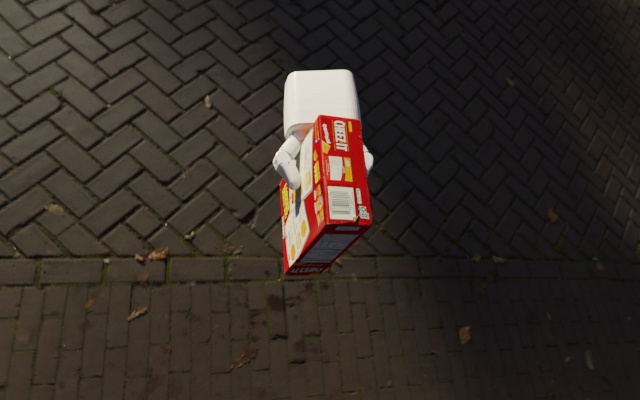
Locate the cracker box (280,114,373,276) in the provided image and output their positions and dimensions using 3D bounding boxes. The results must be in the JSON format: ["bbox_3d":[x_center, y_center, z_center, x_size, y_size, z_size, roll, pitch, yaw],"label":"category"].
[{"bbox_3d":[0.000,0.002,0.707,0.072,0.164,0.214,4,-26,-18],"label":"cracker box"}]
